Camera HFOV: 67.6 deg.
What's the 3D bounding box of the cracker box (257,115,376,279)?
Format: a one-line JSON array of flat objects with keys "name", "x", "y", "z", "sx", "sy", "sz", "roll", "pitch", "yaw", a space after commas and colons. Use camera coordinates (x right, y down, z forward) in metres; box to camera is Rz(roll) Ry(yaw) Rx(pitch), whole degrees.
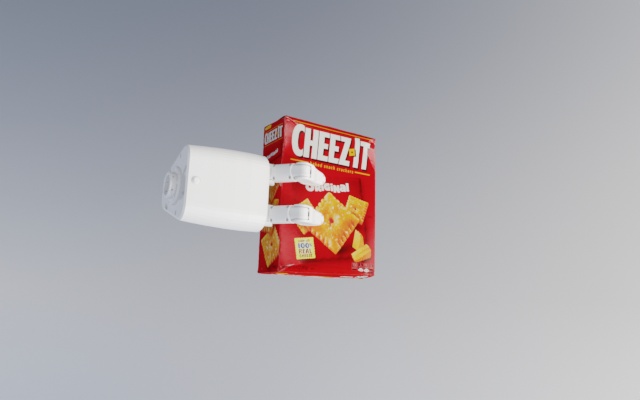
[{"name": "cracker box", "x": 0.000, "y": 0.002, "z": 0.689, "sx": 0.164, "sy": 0.213, "sz": 0.072, "roll": 9, "pitch": -13, "yaw": -33}]
